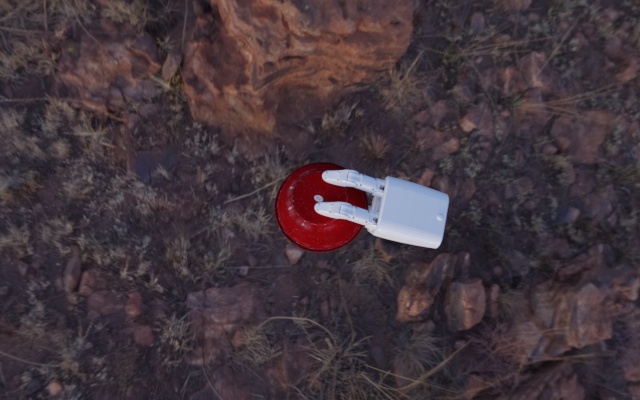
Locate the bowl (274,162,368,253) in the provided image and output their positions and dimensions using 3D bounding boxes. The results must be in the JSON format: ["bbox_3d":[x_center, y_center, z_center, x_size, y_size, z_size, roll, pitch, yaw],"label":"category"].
[{"bbox_3d":[-0.001,0.003,0.796,0.162,0.162,0.055,0,-16,3],"label":"bowl"}]
